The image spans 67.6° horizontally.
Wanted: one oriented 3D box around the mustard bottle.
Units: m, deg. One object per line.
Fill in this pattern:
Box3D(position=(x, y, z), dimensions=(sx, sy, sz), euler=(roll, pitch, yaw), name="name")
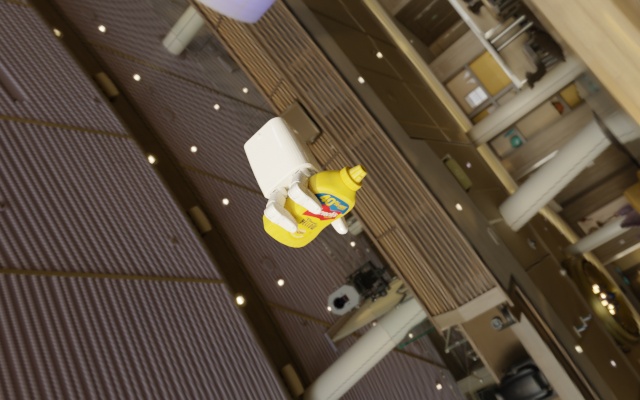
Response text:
Box3D(position=(0.000, 0.003, 0.793), dimensions=(0.192, 0.058, 0.096), euler=(-38, -48, 26), name="mustard bottle")
